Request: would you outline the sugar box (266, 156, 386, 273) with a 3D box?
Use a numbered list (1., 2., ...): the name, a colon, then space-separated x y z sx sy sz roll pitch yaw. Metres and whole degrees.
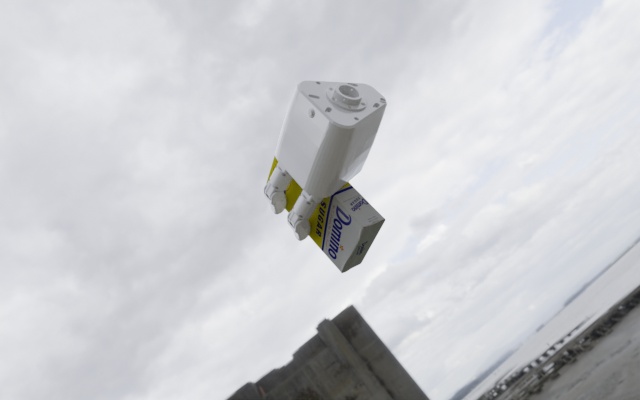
1. sugar box: 0.000 0.002 0.639 0.048 0.093 0.176 -20 56 -36
